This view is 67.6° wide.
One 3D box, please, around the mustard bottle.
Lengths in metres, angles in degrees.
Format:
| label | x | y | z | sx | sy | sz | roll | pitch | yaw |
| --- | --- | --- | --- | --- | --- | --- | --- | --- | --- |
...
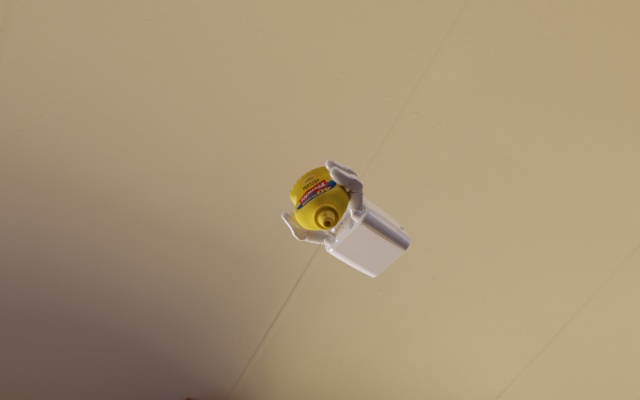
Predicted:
| label | x | y | z | sx | sy | sz | roll | pitch | yaw |
| --- | --- | --- | --- | --- | --- | --- | --- | --- | --- |
| mustard bottle | 0.000 | 0.002 | 0.809 | 0.096 | 0.058 | 0.191 | -31 | 21 | 4 |
